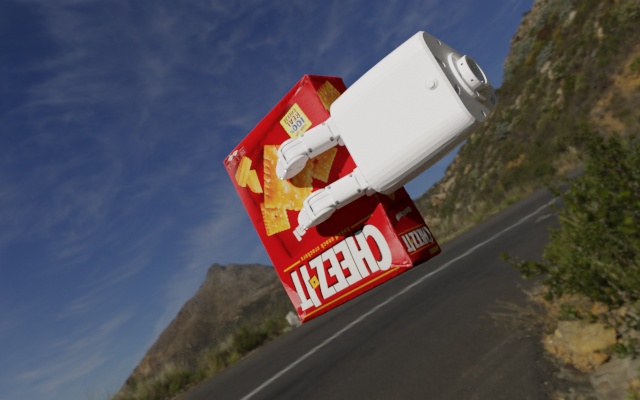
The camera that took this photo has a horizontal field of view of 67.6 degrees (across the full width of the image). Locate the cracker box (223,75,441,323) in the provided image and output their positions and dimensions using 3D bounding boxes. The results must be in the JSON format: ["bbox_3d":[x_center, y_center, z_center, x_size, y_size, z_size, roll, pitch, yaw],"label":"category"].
[{"bbox_3d":[0.000,0.002,0.514,0.164,0.213,0.072,-36,-15,37],"label":"cracker box"}]
